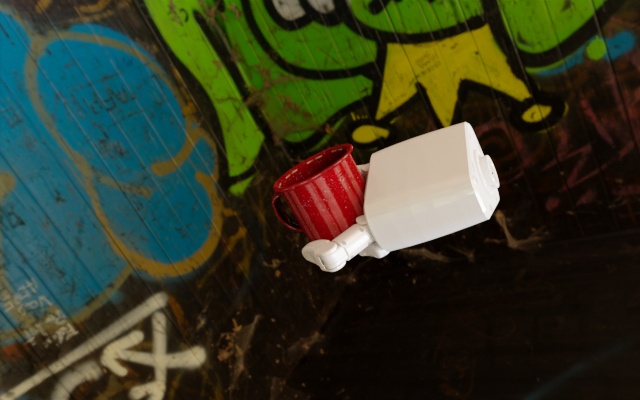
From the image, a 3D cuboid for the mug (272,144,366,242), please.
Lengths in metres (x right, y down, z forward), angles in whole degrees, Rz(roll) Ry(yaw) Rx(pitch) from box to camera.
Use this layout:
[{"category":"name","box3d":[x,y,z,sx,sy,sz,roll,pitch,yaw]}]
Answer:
[{"category":"mug","box3d":[-0.001,0.002,0.511,0.117,0.081,0.093,-20,19,29]}]
